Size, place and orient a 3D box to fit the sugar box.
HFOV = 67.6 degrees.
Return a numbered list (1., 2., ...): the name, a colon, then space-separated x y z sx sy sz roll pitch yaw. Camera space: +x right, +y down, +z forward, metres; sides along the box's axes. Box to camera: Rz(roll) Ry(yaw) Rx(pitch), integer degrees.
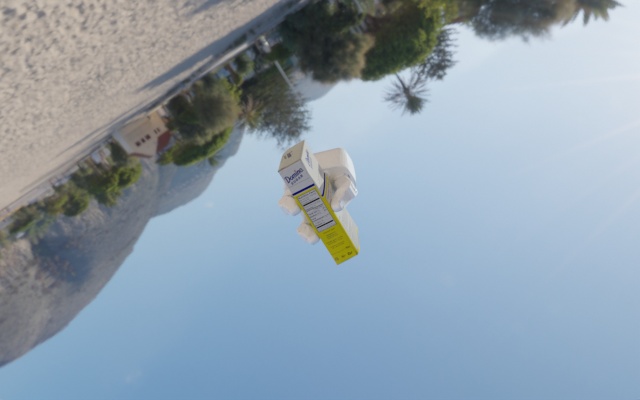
1. sugar box: 0.000 0.003 0.729 0.048 0.176 0.093 -29 20 14
